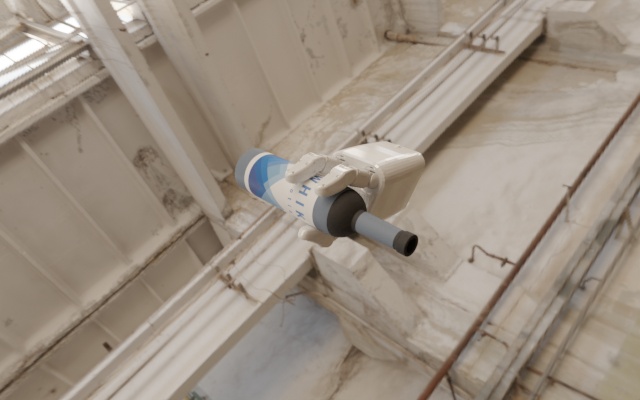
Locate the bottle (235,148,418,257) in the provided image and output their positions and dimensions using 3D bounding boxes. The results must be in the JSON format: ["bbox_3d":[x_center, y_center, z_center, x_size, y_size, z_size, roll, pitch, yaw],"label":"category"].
[{"bbox_3d":[0.000,0.002,0.634,0.295,0.069,0.069,26,17,39],"label":"bottle"}]
